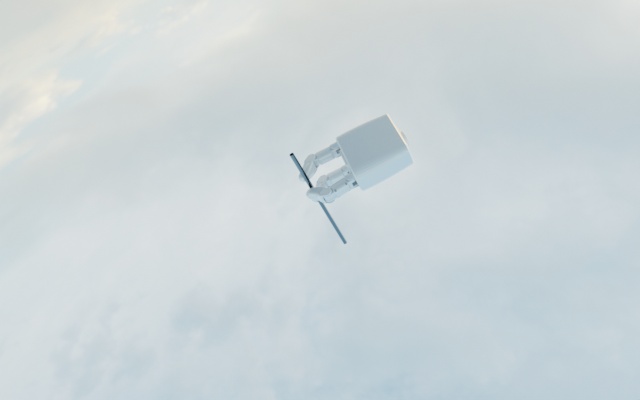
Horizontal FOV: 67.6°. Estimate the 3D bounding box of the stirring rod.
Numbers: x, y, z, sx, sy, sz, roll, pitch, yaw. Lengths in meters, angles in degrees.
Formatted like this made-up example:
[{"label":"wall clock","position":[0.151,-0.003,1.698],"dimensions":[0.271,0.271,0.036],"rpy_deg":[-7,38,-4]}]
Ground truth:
[{"label":"stirring rod","position":[0.000,0.003,0.892],"dimensions":[0.011,0.011,0.240],"rpy_deg":[0,-43,35]}]
